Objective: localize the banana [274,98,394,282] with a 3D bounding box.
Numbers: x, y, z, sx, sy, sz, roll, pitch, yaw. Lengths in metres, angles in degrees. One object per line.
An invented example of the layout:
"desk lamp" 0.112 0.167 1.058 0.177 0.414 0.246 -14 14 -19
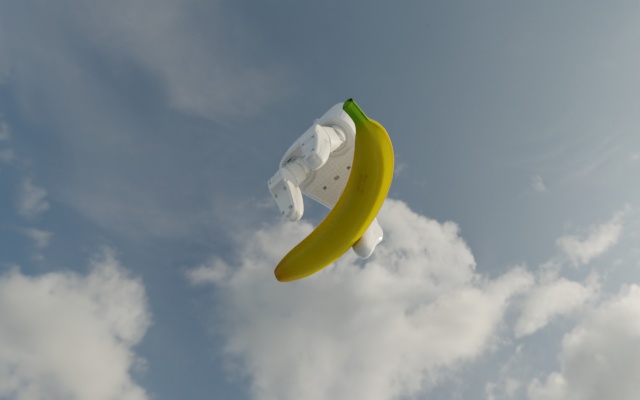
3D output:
"banana" 0.019 0.005 0.441 0.069 0.198 0.037 21 26 -5
